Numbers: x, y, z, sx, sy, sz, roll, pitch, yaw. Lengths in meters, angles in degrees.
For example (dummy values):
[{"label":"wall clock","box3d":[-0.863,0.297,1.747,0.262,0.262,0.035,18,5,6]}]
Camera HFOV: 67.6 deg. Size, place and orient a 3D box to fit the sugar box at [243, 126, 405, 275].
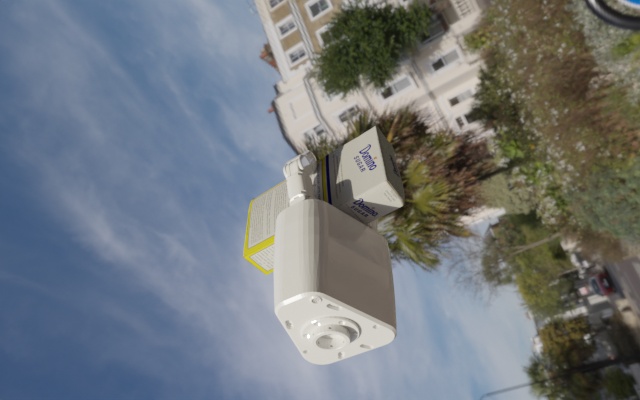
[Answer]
[{"label":"sugar box","box3d":[0.000,0.002,0.509,0.176,0.093,0.048,-26,-52,21]}]
